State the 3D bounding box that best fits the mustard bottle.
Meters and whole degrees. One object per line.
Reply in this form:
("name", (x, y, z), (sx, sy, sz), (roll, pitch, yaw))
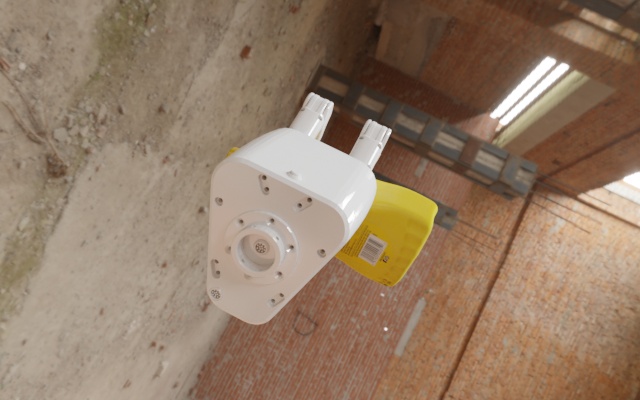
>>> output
("mustard bottle", (0.000, 0.001, 0.435), (0.191, 0.096, 0.058), (27, 45, 5))
